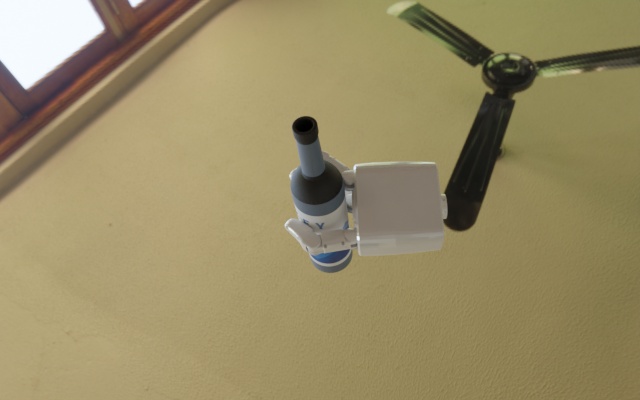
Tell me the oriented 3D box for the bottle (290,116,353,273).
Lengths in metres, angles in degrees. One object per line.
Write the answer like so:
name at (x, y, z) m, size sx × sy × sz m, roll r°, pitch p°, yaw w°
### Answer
bottle at (0.000, 0.002, 0.621) m, size 0.069 × 0.069 × 0.296 m, roll 0°, pitch -33°, yaw 8°
